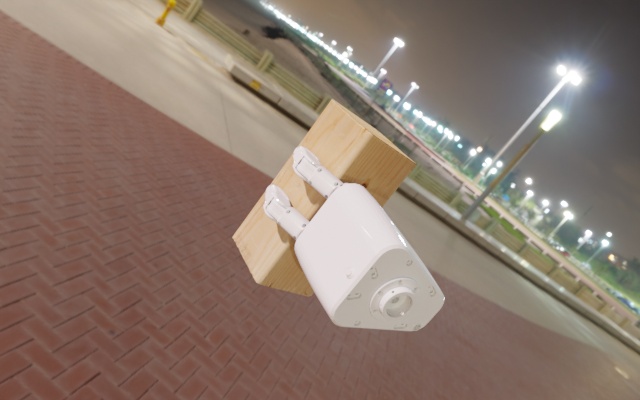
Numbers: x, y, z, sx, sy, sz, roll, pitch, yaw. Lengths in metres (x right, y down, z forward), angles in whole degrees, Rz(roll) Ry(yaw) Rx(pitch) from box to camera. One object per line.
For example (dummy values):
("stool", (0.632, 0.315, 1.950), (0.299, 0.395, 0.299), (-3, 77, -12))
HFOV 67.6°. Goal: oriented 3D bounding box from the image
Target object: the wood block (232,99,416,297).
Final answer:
("wood block", (0.001, 0.002, 0.561), (0.091, 0.206, 0.090), (25, 18, -43))
